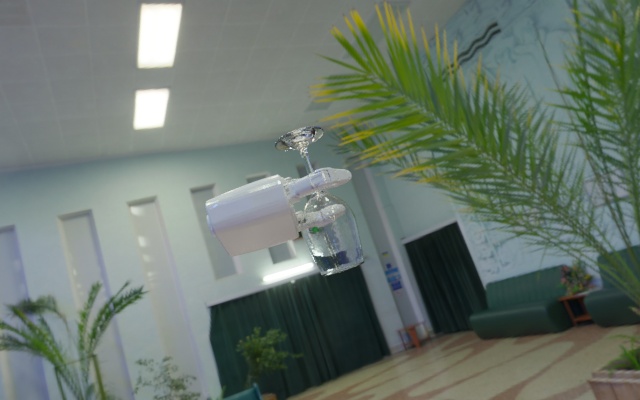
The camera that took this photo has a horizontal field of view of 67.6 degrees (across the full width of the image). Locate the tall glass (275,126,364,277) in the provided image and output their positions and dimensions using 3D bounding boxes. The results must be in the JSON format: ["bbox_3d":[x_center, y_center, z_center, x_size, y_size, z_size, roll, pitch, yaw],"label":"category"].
[{"bbox_3d":[0.000,0.002,0.672,0.079,0.201,0.079,-18,-12,-4],"label":"tall glass"}]
